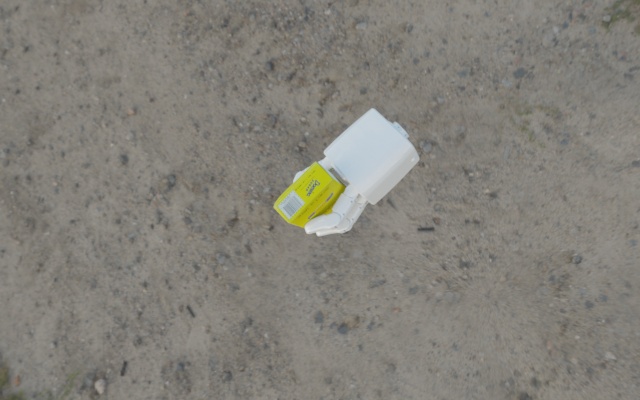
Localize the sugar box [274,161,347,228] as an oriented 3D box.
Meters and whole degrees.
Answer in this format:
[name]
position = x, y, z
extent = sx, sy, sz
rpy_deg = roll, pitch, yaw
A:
[sugar box]
position = 0.001, 0.003, 0.764
extent = 0.048, 0.093, 0.176
rpy_deg = 48, 7, 21
